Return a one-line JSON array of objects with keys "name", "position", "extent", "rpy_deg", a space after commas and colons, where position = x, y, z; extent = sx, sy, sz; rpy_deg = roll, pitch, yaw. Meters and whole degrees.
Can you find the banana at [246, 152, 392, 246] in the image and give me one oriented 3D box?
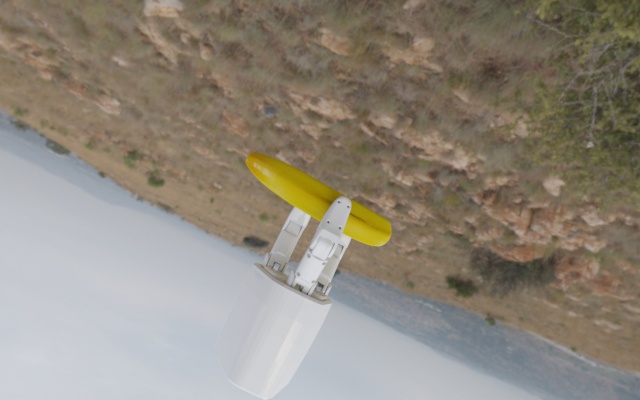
[{"name": "banana", "position": [0.011, 0.007, 0.504], "extent": [0.198, 0.037, 0.069], "rpy_deg": [28, 0, -30]}]
